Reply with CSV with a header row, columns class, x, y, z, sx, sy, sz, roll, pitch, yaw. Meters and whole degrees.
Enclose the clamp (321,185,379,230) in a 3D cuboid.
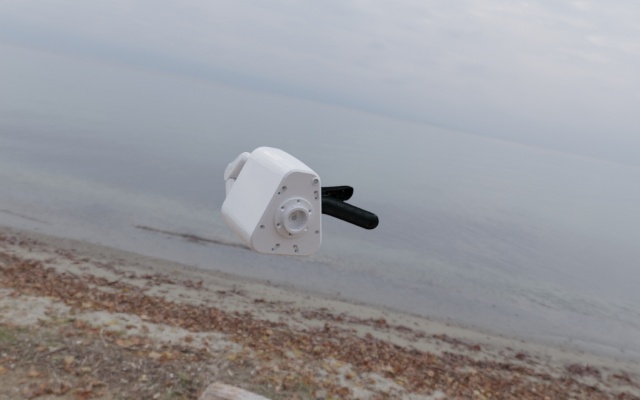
class,x,y,z,sx,sy,sz,roll,pitch,yaw
clamp,0.000,0.002,0.689,0.171,0.039,0.120,4,18,-29
